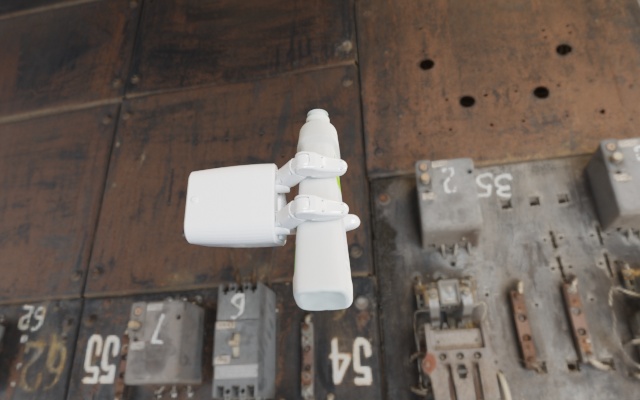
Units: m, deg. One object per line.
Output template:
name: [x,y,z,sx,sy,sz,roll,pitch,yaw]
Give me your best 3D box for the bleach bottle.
bleach bottle: [0.000,0.002,0.598,0.068,0.250,0.103,-3,-25,3]
